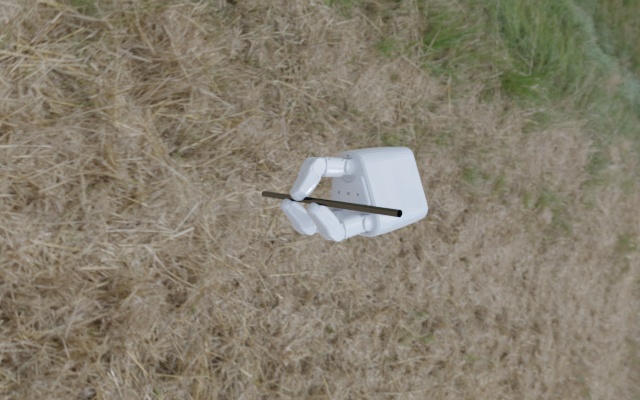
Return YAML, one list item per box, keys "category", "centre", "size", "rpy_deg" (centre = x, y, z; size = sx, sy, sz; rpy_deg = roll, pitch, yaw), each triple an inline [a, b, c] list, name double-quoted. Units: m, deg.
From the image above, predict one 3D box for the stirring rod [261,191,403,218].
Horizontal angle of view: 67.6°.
- category: "stirring rod"
  centre: [0.000, 0.002, 0.552]
  size: [0.011, 0.011, 0.239]
  rpy_deg: [0, 5, -40]
